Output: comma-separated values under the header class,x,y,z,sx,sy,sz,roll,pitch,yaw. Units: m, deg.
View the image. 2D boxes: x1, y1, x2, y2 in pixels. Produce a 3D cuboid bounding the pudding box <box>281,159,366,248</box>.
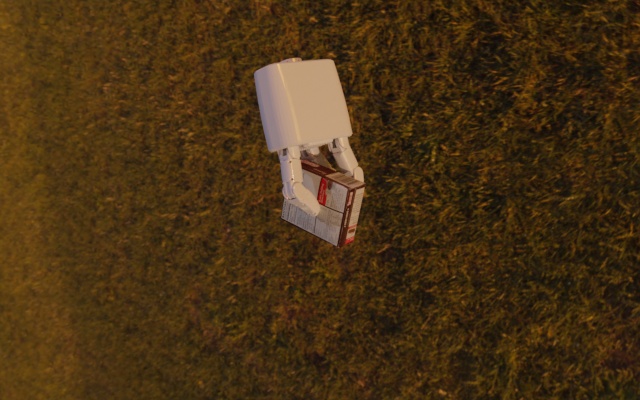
class,x,y,z,sx,sy,sz,roll,pitch,yaw
pudding box,0.000,0.002,0.659,0.113,0.090,0.039,25,27,35
